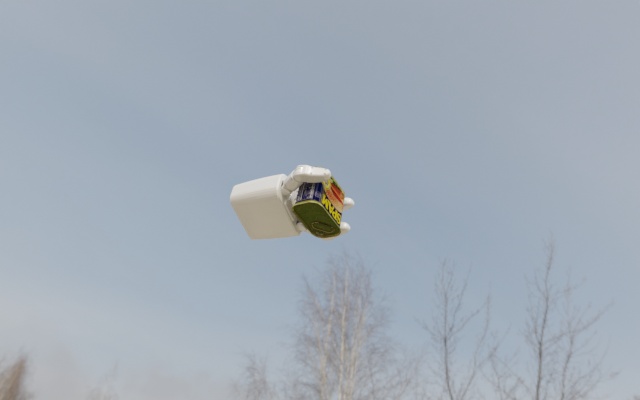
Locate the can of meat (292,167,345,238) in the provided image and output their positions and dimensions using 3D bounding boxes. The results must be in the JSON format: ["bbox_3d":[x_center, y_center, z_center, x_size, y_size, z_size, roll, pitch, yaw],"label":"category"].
[{"bbox_3d":[0.000,0.002,0.834,0.057,0.084,0.102,-12,-43,27],"label":"can of meat"}]
